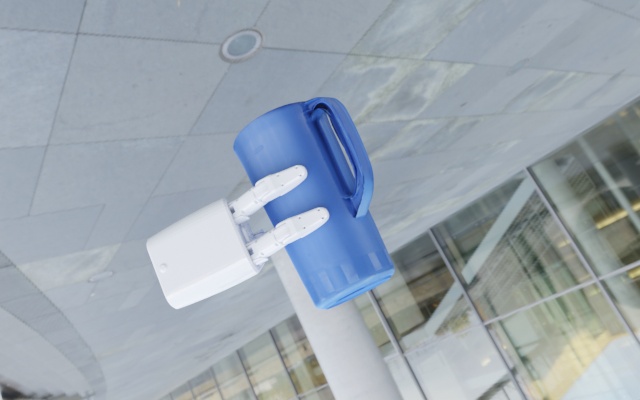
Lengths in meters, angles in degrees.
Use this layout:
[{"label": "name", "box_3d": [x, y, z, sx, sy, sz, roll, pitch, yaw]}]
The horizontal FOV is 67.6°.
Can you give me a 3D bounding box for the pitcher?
[{"label": "pitcher", "box_3d": [0.000, 0.002, 0.598, 0.145, 0.242, 0.149, -25, -15, -3]}]
